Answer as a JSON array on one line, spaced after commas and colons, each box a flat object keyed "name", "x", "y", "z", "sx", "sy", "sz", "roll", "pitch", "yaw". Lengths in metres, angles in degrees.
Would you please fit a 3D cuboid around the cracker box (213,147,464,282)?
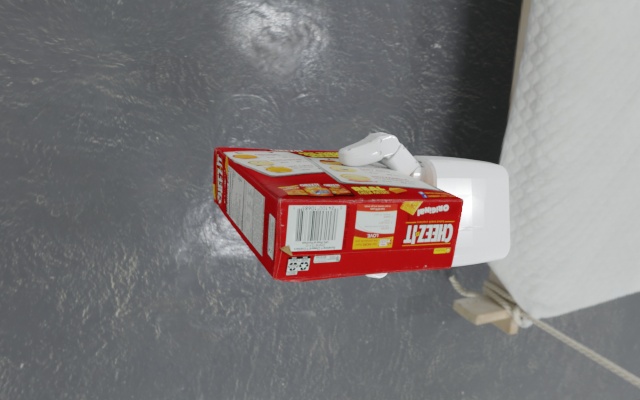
[{"name": "cracker box", "x": 0.000, "y": 0.001, "z": 0.456, "sx": 0.164, "sy": 0.072, "sz": 0.213, "roll": -1, "pitch": 15, "yaw": -24}]
